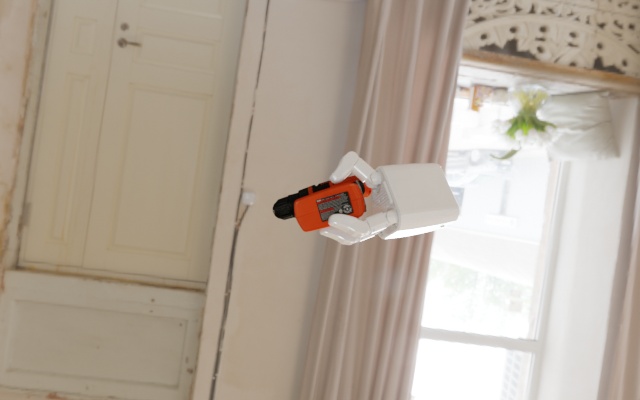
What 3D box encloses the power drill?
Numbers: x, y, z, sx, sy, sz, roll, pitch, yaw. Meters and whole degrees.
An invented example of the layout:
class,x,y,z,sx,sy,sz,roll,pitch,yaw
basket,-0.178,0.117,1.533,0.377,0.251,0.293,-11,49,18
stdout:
class,x,y,z,sx,sy,sz,roll,pitch,yaw
power drill,0.000,0.003,0.798,0.184,0.057,0.187,-18,8,3
